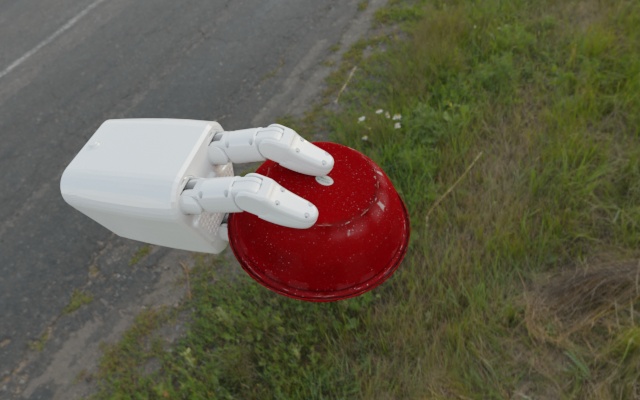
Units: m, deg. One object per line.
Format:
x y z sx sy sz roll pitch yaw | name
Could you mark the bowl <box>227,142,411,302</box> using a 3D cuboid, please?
0.001 0.001 0.404 0.162 0.162 0.055 0 -40 -3 | bowl
